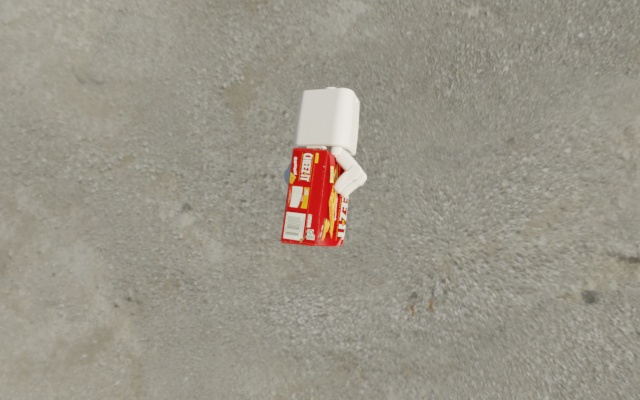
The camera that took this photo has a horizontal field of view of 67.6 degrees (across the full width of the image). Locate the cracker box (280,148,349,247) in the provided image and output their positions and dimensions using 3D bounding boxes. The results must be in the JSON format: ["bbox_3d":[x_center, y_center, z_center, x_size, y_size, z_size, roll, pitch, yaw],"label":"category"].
[{"bbox_3d":[0.000,0.003,0.890,0.072,0.164,0.214,6,-4,15],"label":"cracker box"}]
